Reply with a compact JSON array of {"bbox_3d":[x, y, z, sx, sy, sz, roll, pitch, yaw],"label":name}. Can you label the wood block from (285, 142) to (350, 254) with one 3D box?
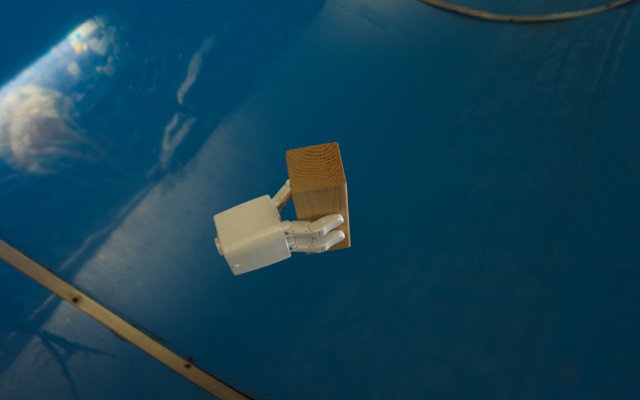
[{"bbox_3d":[0.000,0.003,0.850,0.090,0.090,0.206,-10,-34,-1],"label":"wood block"}]
